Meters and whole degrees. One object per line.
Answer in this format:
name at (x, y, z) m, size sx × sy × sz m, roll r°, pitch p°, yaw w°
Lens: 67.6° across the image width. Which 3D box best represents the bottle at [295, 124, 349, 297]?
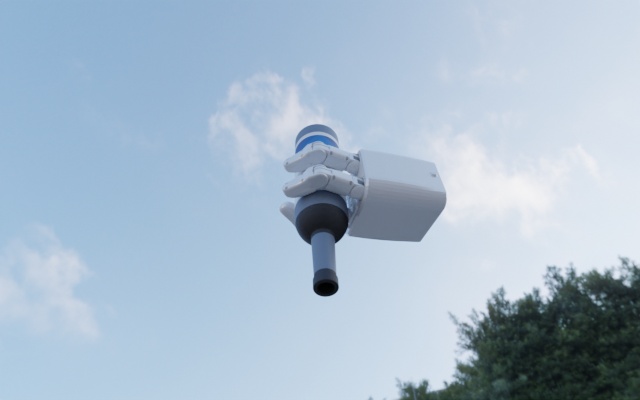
bottle at (0.000, 0.002, 0.614) m, size 0.069 × 0.069 × 0.295 m, roll 0°, pitch 38°, yaw -3°
